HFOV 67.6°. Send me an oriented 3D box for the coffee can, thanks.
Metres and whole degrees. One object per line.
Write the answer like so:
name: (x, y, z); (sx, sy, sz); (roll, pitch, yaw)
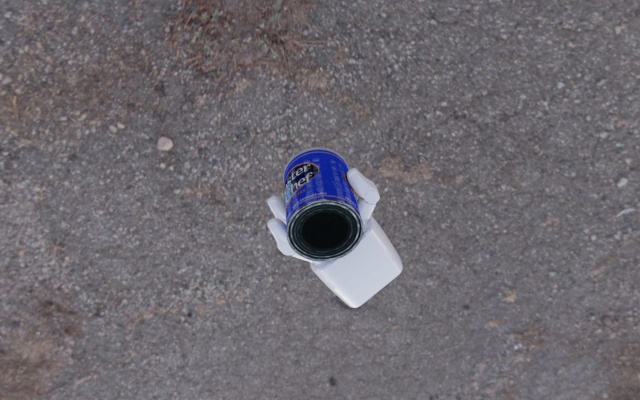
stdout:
coffee can: (0.000, 0.002, 0.678); (0.103, 0.103, 0.140); (0, 34, -6)
